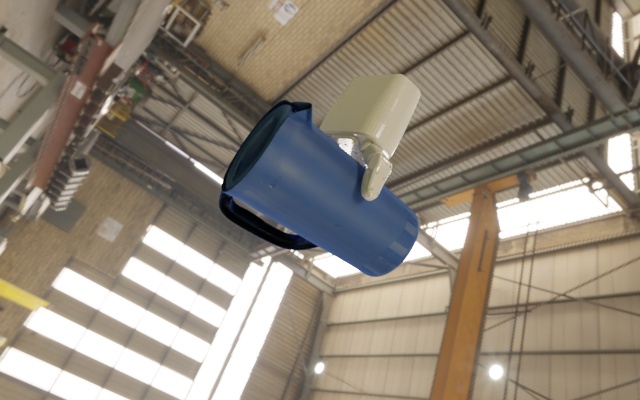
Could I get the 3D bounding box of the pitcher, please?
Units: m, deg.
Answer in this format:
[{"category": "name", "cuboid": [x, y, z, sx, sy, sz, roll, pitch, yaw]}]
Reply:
[{"category": "pitcher", "cuboid": [0.000, 0.002, 0.611, 0.243, 0.145, 0.149, 36, -18, -22]}]
